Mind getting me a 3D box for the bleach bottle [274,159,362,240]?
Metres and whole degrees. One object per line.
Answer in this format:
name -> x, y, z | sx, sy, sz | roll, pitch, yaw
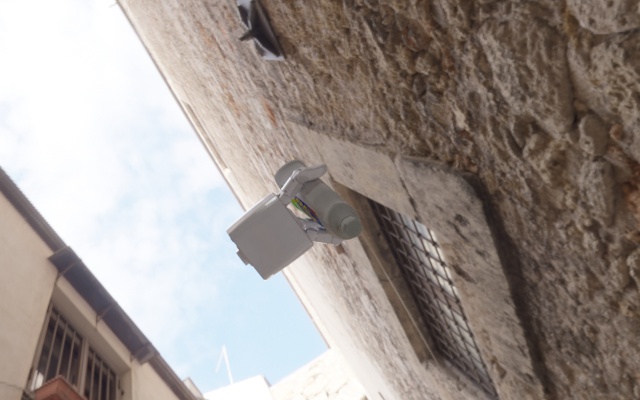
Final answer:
bleach bottle -> 0.000, 0.003, 0.835 | 0.068, 0.103, 0.250 | -38, 27, -8
